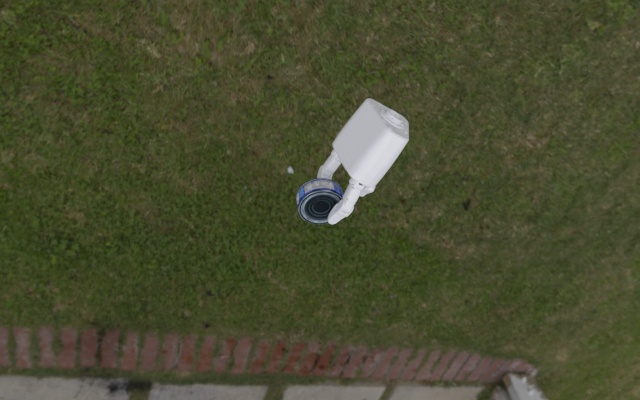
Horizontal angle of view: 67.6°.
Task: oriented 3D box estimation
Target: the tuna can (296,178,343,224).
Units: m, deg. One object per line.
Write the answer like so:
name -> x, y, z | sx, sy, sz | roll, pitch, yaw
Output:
tuna can -> 0.000, 0.003, 0.858 | 0.086, 0.086, 0.033 | 0, 42, -9
